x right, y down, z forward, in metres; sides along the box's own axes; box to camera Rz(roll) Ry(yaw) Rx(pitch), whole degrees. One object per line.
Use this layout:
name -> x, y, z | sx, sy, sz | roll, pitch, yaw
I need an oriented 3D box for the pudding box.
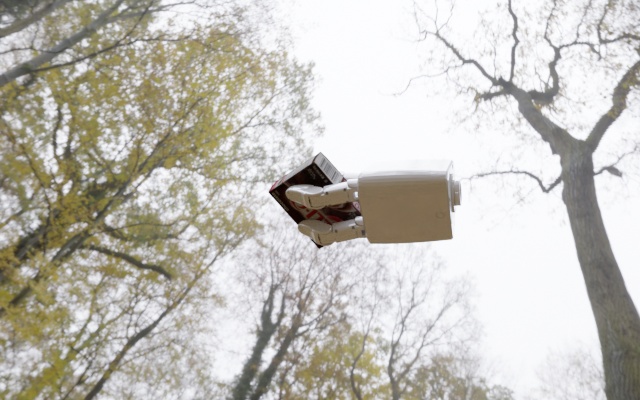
pudding box -> 0.000, 0.002, 0.644 | 0.090, 0.113, 0.039 | -31, 16, 33
